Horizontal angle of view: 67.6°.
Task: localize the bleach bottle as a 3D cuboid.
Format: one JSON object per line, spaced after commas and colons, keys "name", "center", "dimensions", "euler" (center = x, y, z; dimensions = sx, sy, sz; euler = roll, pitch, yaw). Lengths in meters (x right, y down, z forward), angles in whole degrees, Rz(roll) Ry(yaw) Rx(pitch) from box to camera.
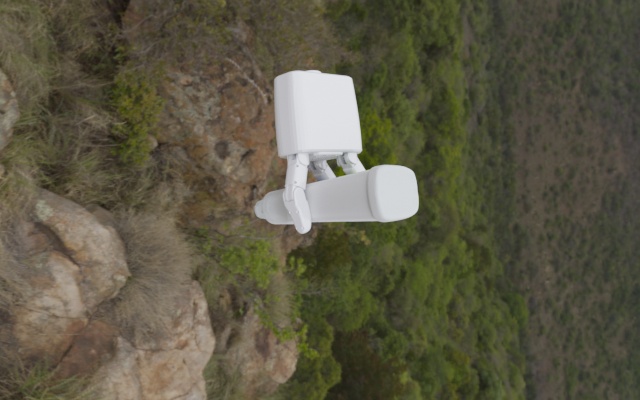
{"name": "bleach bottle", "center": [0.000, 0.002, 0.653], "dimensions": [0.251, 0.068, 0.102], "euler": [-7, -2, 39]}
